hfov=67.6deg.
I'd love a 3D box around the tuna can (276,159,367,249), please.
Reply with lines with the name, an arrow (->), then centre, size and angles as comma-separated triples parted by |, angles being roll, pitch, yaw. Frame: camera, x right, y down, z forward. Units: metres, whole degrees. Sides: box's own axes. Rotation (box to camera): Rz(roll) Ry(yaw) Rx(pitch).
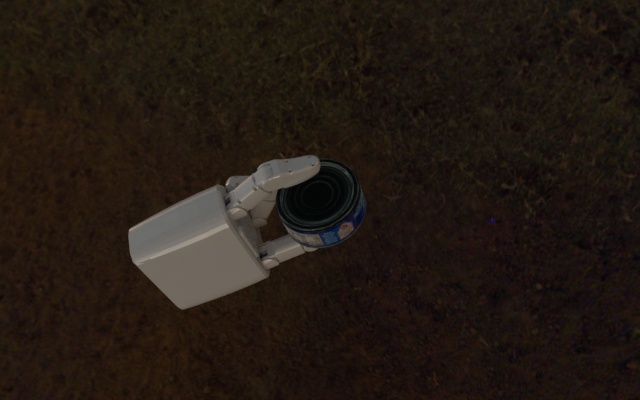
tuna can -> 0.000, 0.001, 0.467 | 0.086, 0.086, 0.034 | 0, -33, 17
